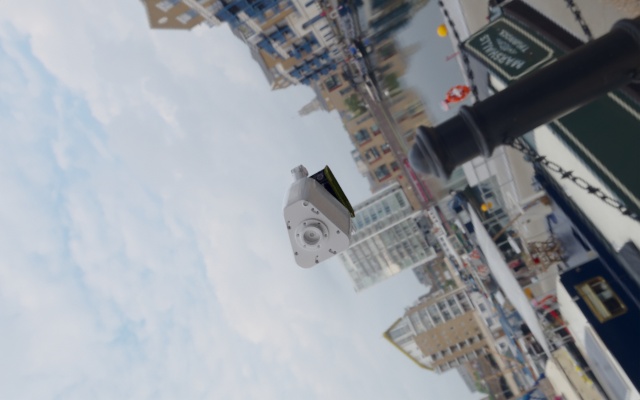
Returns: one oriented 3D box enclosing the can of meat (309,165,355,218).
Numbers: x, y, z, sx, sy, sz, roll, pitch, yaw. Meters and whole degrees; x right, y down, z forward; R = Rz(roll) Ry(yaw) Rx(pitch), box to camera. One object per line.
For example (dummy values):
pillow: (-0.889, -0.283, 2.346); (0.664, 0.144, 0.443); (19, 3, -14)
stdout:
can of meat: (0.000, 0.003, 0.842); (0.084, 0.102, 0.057); (-28, 19, 9)
